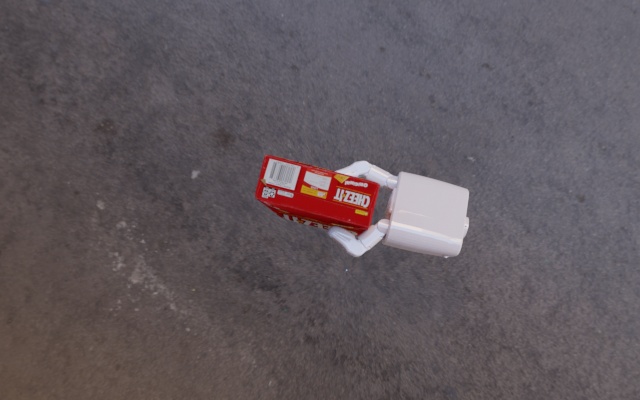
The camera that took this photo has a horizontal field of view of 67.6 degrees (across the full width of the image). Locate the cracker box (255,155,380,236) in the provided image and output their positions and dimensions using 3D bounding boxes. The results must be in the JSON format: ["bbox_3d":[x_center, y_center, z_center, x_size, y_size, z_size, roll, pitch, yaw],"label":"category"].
[{"bbox_3d":[0.000,0.002,0.741,0.164,0.072,0.214,14,-7,5],"label":"cracker box"}]
